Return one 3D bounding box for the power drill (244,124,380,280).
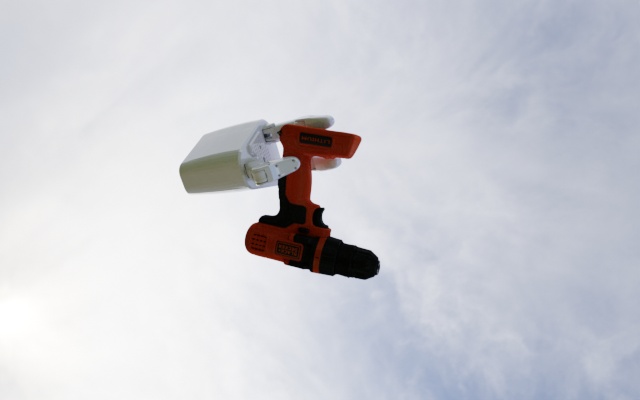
[{"bbox_3d":[0.000,0.002,0.622,0.184,0.187,0.057,12,5,11],"label":"power drill"}]
